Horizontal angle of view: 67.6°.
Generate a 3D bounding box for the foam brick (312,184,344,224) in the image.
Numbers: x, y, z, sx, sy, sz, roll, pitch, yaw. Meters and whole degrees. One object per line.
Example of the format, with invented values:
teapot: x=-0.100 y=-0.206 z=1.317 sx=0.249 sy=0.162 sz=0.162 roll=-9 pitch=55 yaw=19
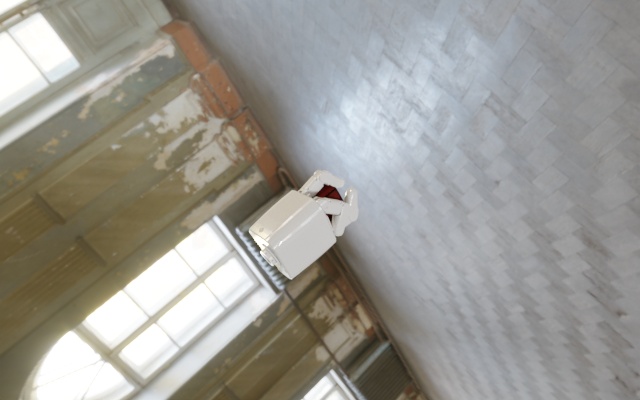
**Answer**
foam brick: x=0.000 y=0.003 z=0.862 sx=0.051 sy=0.053 sz=0.078 roll=-41 pitch=31 yaw=-17
